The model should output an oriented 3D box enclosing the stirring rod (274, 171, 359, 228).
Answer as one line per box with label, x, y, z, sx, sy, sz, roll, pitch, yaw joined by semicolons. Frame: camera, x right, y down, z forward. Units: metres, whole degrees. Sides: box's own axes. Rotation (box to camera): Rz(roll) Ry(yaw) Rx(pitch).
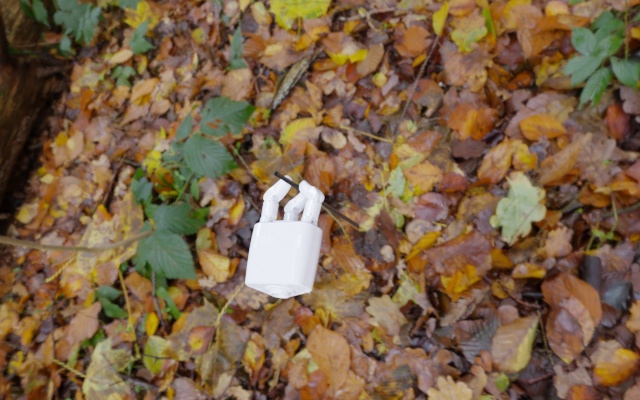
stirring rod;0.000;0.003;0.882;0.011;0.011;0.240;0;-24;43
